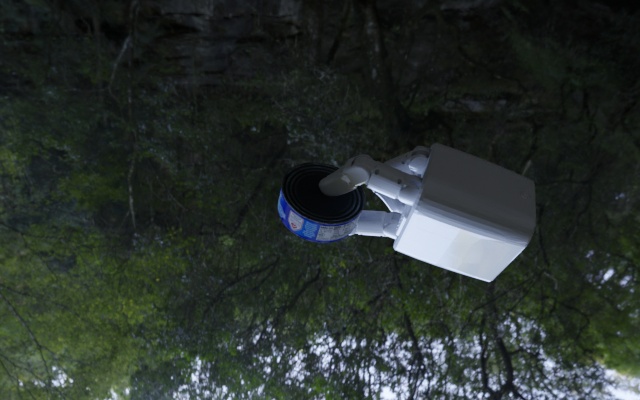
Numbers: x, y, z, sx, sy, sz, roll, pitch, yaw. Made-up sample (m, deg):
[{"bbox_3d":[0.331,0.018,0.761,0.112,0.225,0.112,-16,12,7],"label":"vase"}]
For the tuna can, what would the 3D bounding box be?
[{"bbox_3d":[0.000,0.002,0.487,0.086,0.086,0.034,0,-44,-18],"label":"tuna can"}]
